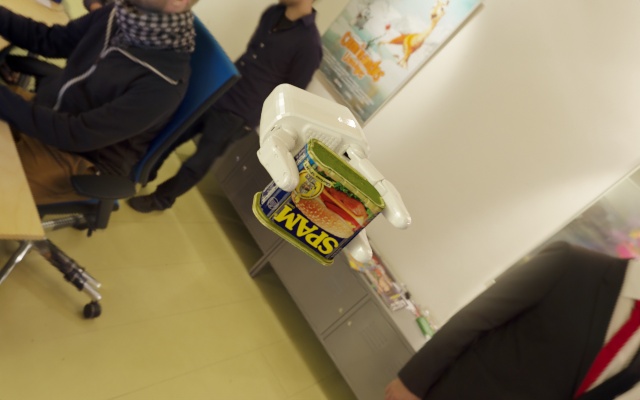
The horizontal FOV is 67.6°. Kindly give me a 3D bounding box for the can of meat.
[{"bbox_3d":[0.000,0.001,0.467,0.102,0.084,0.057,37,21,-20],"label":"can of meat"}]
